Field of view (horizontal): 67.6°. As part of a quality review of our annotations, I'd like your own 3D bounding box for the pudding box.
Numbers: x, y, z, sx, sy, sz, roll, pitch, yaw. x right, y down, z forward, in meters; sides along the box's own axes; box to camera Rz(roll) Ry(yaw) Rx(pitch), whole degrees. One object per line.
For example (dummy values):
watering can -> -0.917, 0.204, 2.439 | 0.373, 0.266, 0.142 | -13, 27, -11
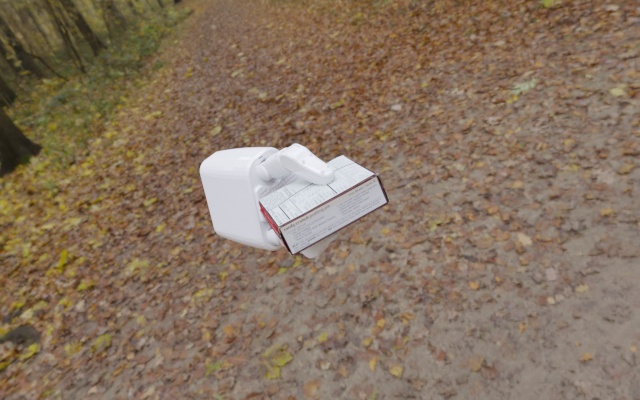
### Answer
pudding box -> 0.000, 0.001, 0.487 | 0.113, 0.039, 0.090 | -30, 25, -8
